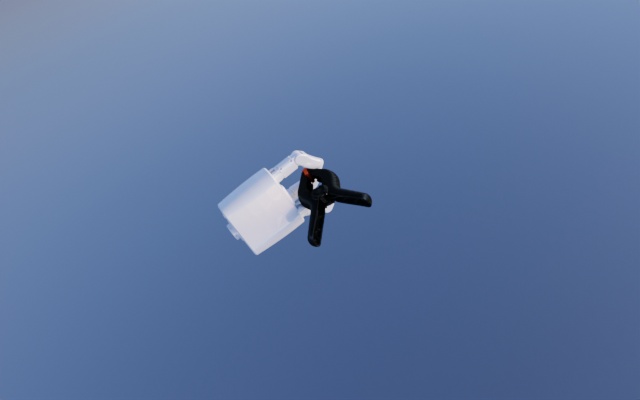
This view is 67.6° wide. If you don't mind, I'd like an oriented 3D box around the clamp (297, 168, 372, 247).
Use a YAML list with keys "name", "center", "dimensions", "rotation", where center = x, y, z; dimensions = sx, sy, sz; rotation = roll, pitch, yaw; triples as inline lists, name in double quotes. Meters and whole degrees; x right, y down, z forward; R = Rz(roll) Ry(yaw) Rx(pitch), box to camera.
- name: "clamp"
  center: [0.000, 0.002, 0.804]
  dimensions: [0.120, 0.039, 0.171]
  rotation: [-39, 37, -7]
